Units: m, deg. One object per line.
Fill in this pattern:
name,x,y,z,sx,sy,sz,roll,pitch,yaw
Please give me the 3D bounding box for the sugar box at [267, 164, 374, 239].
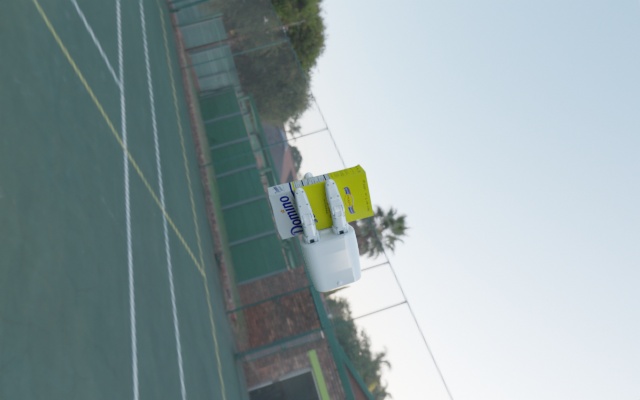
sugar box,0.000,0.003,0.857,0.176,0.093,0.048,-16,26,-5
